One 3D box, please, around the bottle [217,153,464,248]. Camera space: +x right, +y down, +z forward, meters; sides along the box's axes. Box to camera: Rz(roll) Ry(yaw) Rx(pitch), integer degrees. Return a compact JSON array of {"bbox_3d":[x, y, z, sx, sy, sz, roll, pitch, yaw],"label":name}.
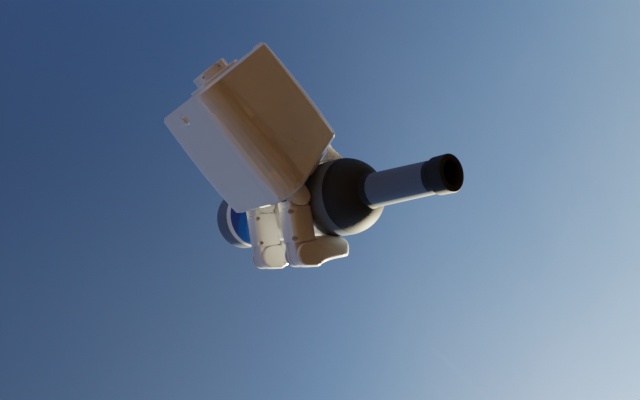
[{"bbox_3d":[0.000,0.002,0.441,0.069,0.069,0.296,0,-8,-38],"label":"bottle"}]
